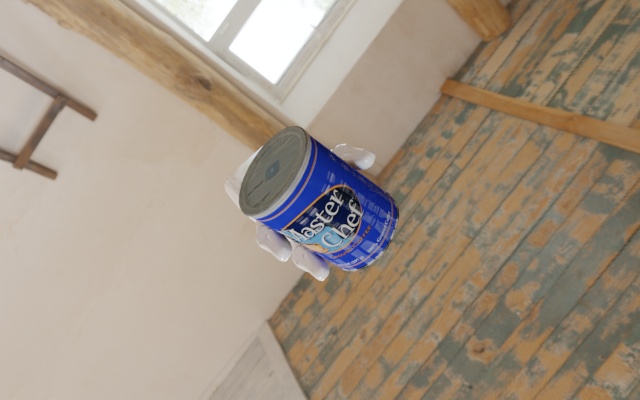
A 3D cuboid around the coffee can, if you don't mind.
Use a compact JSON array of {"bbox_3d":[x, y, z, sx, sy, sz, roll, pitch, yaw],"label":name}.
[{"bbox_3d":[0.000,0.002,0.508,0.140,0.102,0.103,33,-19,-32],"label":"coffee can"}]
